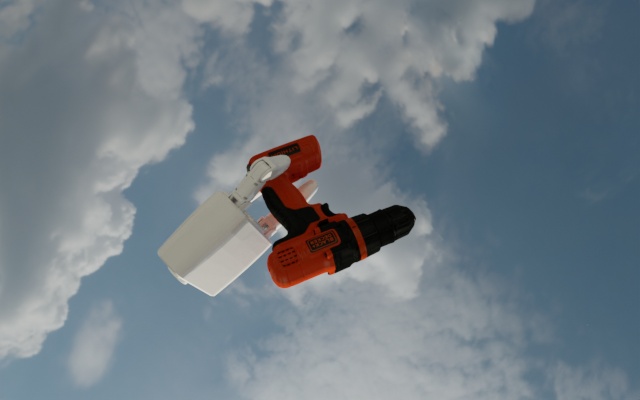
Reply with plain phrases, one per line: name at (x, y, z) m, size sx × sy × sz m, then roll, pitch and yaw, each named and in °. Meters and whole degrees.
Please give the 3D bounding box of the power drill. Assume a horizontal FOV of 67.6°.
power drill at (0.000, 0.002, 0.596) m, size 0.184 × 0.187 × 0.057 m, roll -21°, pitch -37°, yaw -12°
